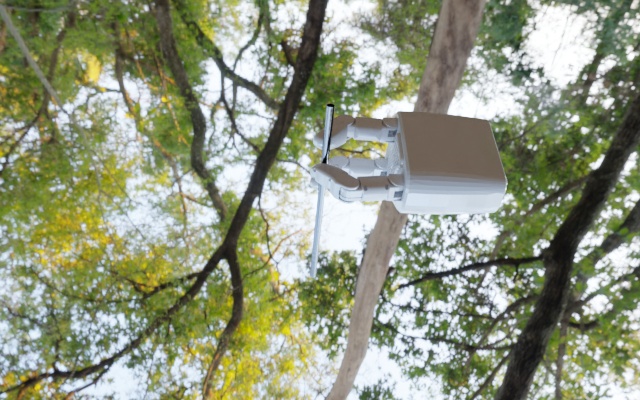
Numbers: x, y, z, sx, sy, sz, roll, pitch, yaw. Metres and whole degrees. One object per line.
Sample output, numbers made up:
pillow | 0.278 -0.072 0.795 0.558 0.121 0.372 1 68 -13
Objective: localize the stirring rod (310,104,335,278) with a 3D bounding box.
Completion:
stirring rod | 0.000 0.002 0.539 0.011 0.240 0.011 4 38 -3
